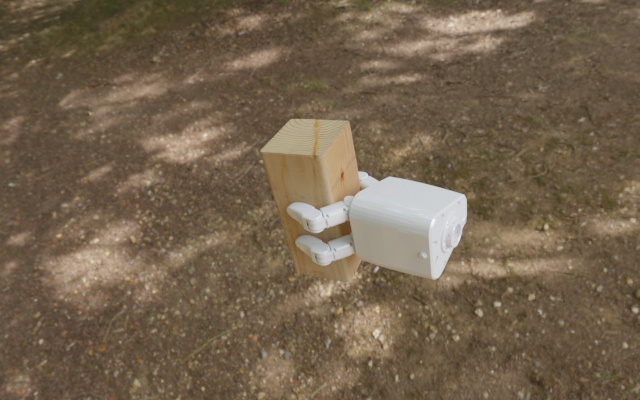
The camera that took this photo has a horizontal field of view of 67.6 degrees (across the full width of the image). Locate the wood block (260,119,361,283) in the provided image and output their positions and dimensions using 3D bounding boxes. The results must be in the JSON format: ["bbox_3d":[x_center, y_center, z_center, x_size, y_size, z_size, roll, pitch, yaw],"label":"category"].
[{"bbox_3d":[0.001,0.002,0.654,0.090,0.206,0.090,6,38,26],"label":"wood block"}]
